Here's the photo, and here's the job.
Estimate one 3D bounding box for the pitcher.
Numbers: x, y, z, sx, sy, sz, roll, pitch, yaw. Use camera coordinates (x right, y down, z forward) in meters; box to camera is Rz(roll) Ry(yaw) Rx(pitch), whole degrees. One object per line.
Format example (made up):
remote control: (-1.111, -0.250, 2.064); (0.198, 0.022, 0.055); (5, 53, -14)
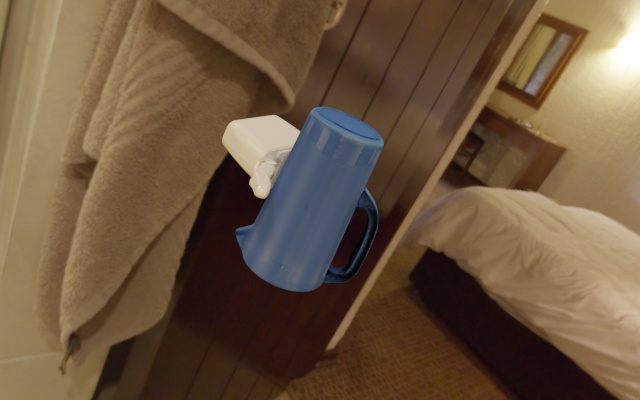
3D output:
pitcher: (0.000, 0.002, 0.676); (0.149, 0.243, 0.145); (3, 32, -45)
